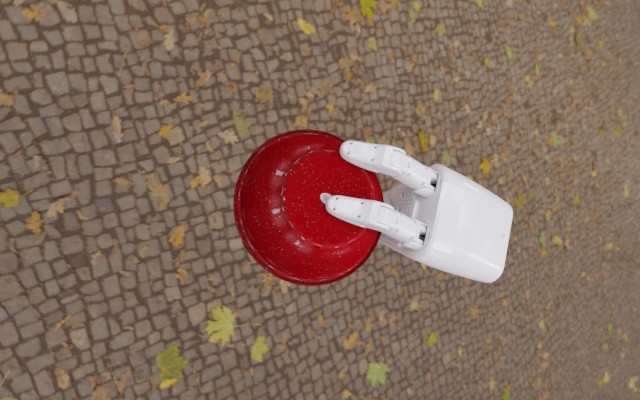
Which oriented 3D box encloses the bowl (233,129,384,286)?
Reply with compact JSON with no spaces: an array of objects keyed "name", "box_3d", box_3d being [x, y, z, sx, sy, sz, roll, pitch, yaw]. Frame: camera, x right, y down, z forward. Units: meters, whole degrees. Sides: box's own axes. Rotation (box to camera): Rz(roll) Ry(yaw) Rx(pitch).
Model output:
[{"name":"bowl","box_3d":[-0.001,0.001,0.463,0.162,0.162,0.055,0,-9,-19]}]
